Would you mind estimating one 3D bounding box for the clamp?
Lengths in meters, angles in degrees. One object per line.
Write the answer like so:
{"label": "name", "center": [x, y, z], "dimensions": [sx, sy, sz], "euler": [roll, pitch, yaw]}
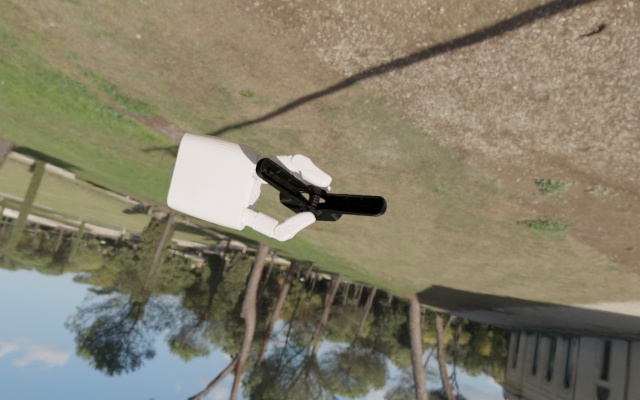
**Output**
{"label": "clamp", "center": [0.000, 0.003, 0.655], "dimensions": [0.164, 0.036, 0.210], "euler": [18, -12, 3]}
